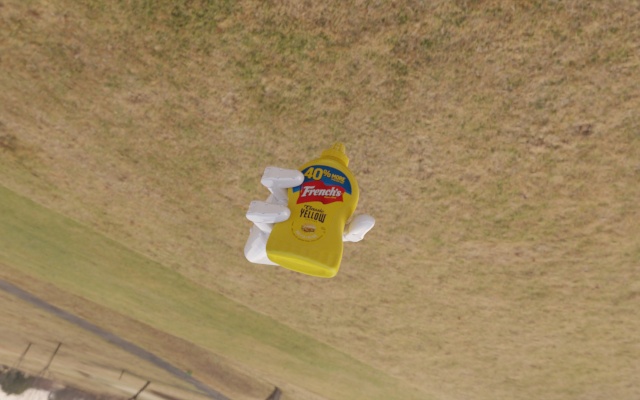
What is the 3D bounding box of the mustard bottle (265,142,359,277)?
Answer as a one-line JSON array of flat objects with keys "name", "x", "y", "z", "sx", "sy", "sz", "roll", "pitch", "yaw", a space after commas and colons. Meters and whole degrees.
[{"name": "mustard bottle", "x": 0.000, "y": 0.002, "z": 0.644, "sx": 0.096, "sy": 0.191, "sz": 0.058, "roll": 14, "pitch": -28, "yaw": 9}]
